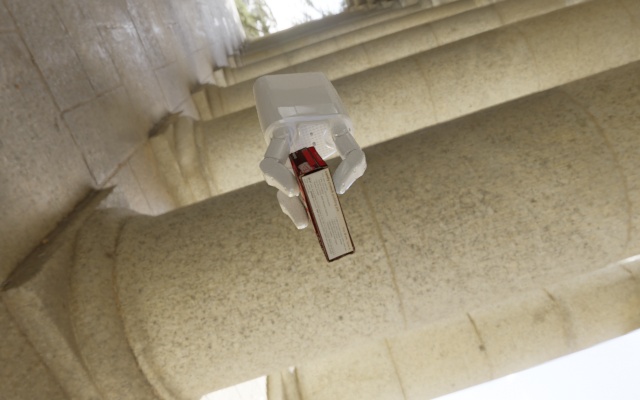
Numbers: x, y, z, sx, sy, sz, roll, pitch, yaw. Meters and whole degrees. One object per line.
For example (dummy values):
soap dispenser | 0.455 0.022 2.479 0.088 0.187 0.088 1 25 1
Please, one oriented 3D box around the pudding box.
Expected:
pudding box | 0.000 0.002 0.555 0.039 0.113 0.090 -21 23 -2
